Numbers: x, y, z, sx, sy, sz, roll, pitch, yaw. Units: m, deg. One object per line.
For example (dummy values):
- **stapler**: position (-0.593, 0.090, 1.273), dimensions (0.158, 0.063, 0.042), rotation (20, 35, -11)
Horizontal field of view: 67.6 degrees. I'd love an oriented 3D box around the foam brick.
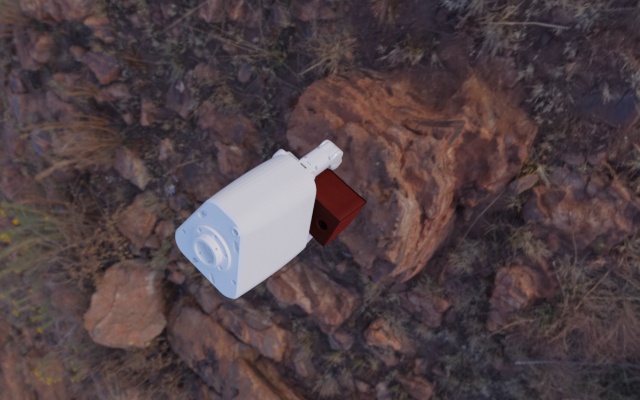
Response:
- **foam brick**: position (0.000, 0.002, 0.536), dimensions (0.051, 0.078, 0.053), rotation (-37, -15, -43)
